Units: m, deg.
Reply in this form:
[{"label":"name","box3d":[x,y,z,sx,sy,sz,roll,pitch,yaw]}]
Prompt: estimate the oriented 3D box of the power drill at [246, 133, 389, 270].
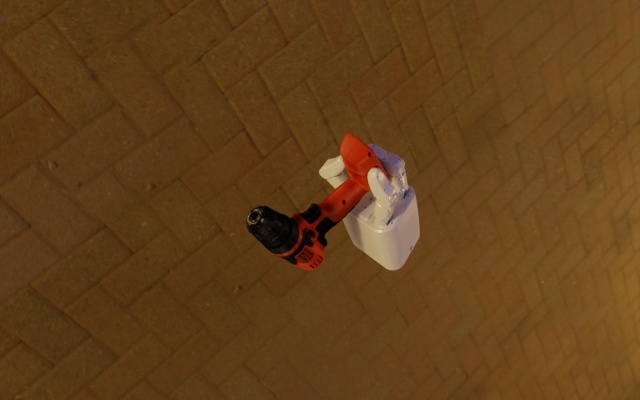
[{"label":"power drill","box3d":[0.001,0.002,0.643,0.057,0.187,0.184,43,-1,29]}]
